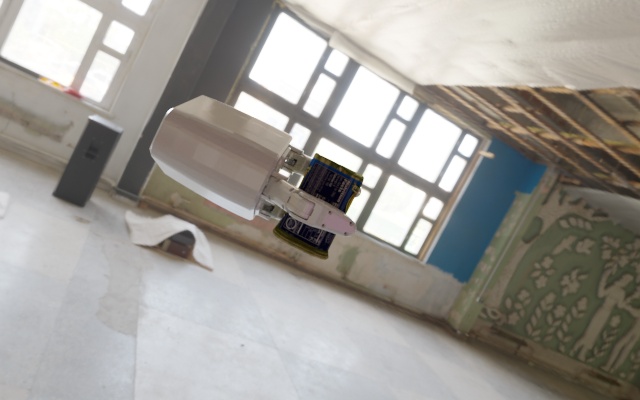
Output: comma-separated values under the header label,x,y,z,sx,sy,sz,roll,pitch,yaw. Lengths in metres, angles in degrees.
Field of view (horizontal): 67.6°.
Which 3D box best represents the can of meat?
label,x,y,z,sx,sy,sz,roll,pitch,yaw
can of meat,0.000,0.001,0.468,0.057,0.084,0.102,27,5,-1
